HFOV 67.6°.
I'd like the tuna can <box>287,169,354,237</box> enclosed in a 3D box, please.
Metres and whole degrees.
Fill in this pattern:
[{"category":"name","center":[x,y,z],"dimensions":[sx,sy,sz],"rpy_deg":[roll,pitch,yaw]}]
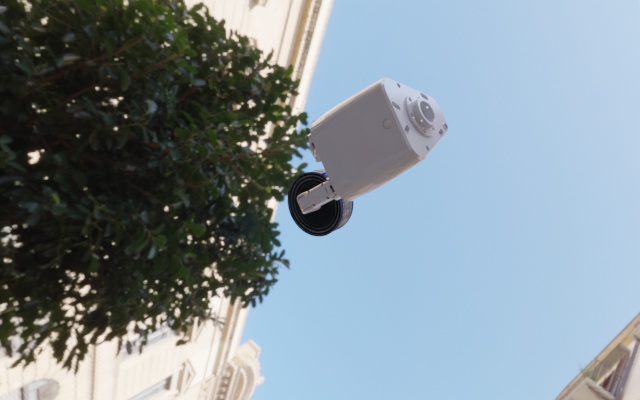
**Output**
[{"category":"tuna can","center":[0.000,0.002,0.628],"dimensions":[0.086,0.086,0.033],"rpy_deg":[0,12,36]}]
